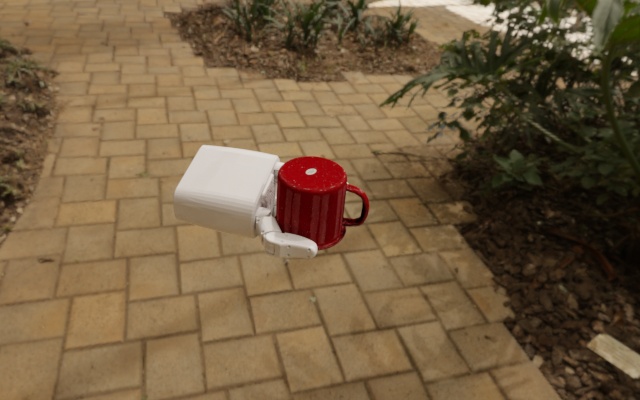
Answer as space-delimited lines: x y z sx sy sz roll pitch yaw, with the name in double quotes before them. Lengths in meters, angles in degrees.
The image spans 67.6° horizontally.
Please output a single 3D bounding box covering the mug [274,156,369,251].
"mug" 0.002 0.002 0.571 0.117 0.082 0.093 9 35 6
